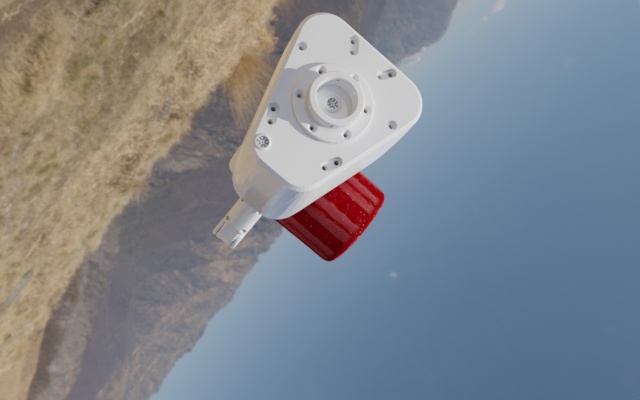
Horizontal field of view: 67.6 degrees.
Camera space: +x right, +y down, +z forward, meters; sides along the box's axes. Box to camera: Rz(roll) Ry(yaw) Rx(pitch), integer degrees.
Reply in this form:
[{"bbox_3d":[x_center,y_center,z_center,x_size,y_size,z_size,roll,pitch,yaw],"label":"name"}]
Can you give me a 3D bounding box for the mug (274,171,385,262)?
[{"bbox_3d":[0.000,0.002,0.440,0.081,0.093,0.117,40,-13,-4],"label":"mug"}]
